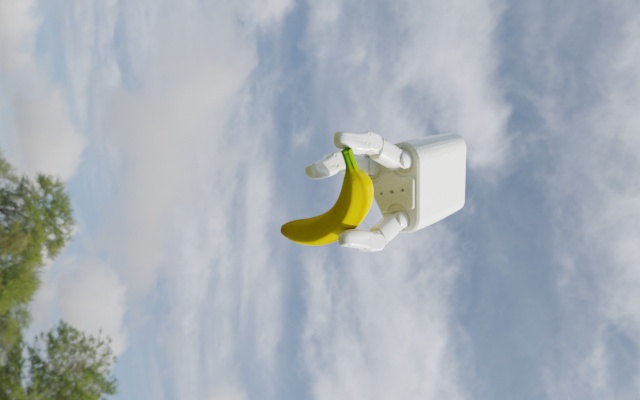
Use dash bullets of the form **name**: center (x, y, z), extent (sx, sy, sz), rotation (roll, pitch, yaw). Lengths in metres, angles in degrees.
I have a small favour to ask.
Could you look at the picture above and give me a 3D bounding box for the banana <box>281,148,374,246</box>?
- **banana**: center (0.011, 0.016, 0.574), extent (0.037, 0.069, 0.198), rotation (-21, -18, -38)
